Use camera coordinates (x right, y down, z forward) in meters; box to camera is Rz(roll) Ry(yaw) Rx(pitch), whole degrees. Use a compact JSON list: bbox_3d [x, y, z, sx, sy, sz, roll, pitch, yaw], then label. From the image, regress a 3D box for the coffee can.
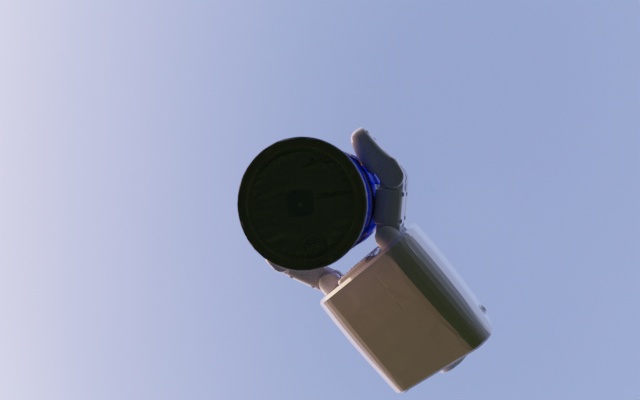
[{"bbox_3d":[0.000,0.001,0.428,0.103,0.103,0.140,0,1,13],"label":"coffee can"}]
